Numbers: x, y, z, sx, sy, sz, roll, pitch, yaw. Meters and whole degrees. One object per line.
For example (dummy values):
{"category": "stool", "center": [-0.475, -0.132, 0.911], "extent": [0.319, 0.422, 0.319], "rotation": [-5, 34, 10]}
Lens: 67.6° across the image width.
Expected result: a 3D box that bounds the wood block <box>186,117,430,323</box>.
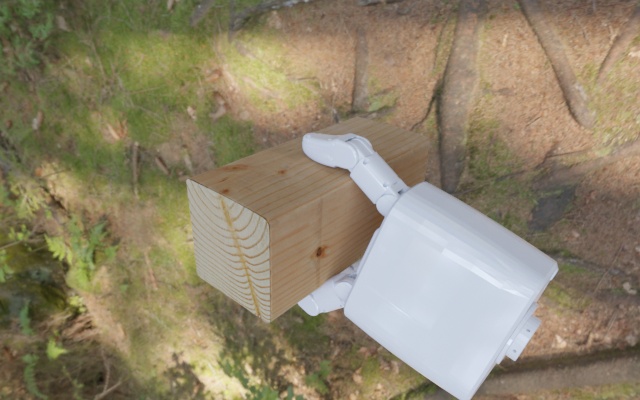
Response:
{"category": "wood block", "center": [0.000, 0.001, 0.415], "extent": [0.090, 0.091, 0.206], "rotation": [24, 35, 34]}
